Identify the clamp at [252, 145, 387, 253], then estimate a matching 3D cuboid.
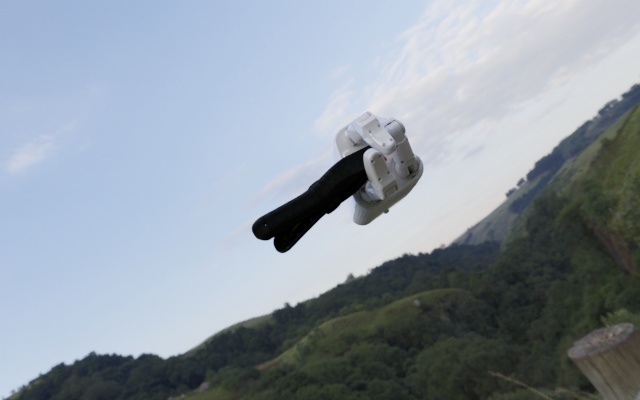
[{"bbox_3d":[0.000,0.001,0.547,0.171,0.039,0.120,-34,-9,-11],"label":"clamp"}]
